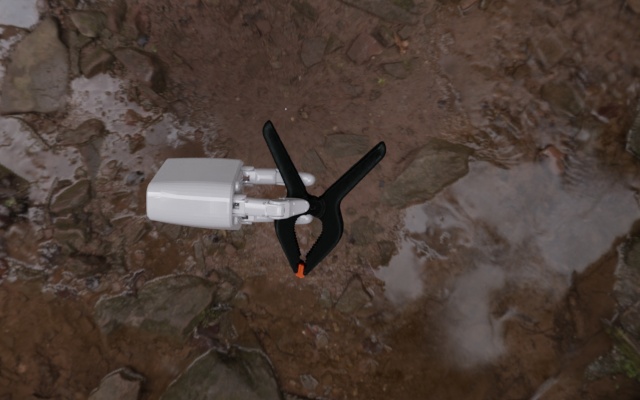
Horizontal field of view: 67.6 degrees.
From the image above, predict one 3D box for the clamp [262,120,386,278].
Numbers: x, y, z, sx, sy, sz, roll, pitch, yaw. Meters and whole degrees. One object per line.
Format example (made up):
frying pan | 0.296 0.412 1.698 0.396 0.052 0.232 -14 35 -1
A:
clamp | 0.000 0.003 0.645 0.164 0.210 0.036 4 11 1
